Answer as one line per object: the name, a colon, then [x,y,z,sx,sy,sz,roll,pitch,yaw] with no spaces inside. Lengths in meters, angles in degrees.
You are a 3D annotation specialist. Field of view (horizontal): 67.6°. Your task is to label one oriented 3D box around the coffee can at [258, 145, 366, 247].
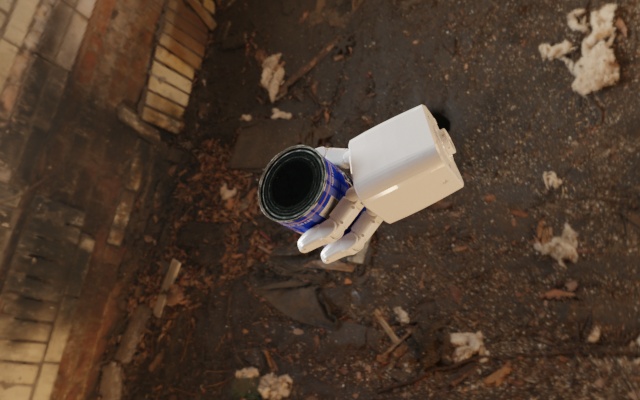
coffee can: [0.000,0.002,0.637,0.103,0.102,0.140,0,-20,34]
